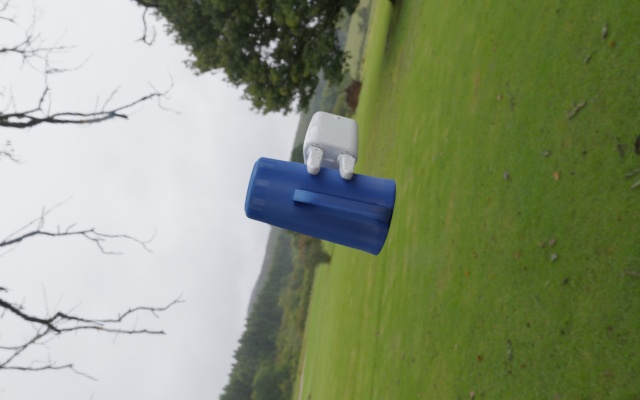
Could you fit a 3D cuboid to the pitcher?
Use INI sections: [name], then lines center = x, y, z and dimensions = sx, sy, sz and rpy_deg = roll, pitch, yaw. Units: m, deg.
[pitcher]
center = 0.000, 0.003, 0.804
dimensions = 0.243, 0.149, 0.145
rpy_deg = 13, 44, -3
